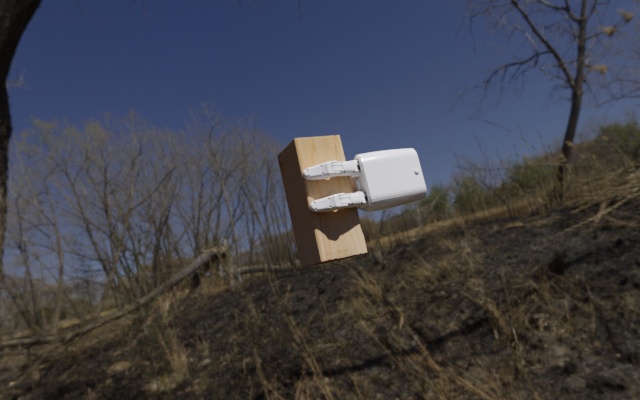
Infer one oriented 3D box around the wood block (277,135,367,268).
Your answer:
[{"bbox_3d":[0.000,0.003,0.822,0.090,0.206,0.091,-8,-11,-26],"label":"wood block"}]
